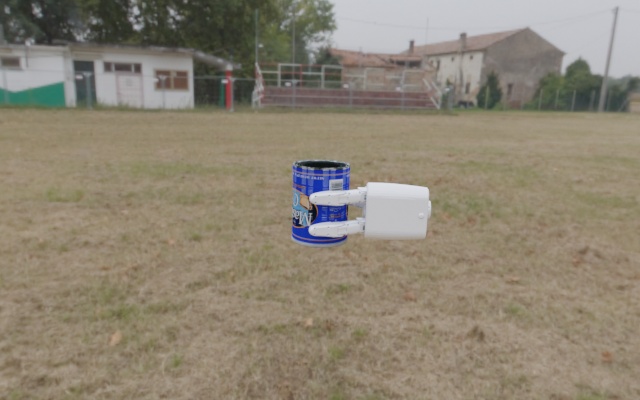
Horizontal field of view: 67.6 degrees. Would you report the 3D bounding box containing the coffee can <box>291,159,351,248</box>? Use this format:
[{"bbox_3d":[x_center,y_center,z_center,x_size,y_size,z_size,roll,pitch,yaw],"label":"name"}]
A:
[{"bbox_3d":[0.000,0.003,0.858,0.103,0.140,0.102,2,13,0],"label":"coffee can"}]
